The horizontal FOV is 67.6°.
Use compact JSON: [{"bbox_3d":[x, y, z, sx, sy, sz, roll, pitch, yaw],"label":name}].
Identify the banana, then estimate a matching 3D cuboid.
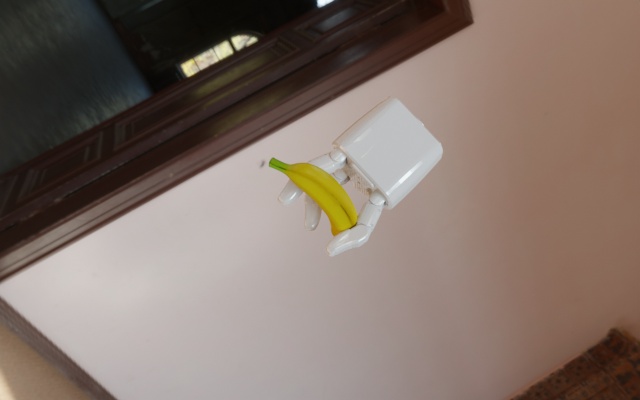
[{"bbox_3d":[0.012,0.006,0.606,0.069,0.037,0.198,22,-20,39],"label":"banana"}]
